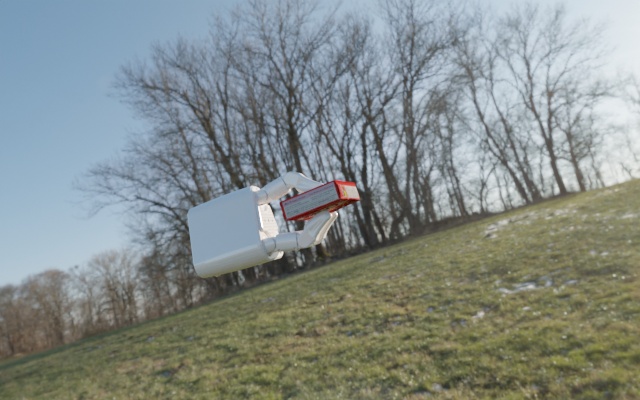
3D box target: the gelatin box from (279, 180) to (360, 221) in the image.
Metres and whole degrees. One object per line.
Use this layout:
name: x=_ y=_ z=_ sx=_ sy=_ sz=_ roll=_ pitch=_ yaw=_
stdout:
gelatin box: x=0.000 y=0.002 z=0.654 sx=0.089 sy=0.030 sz=0.073 roll=-22 pitch=-11 yaw=22
